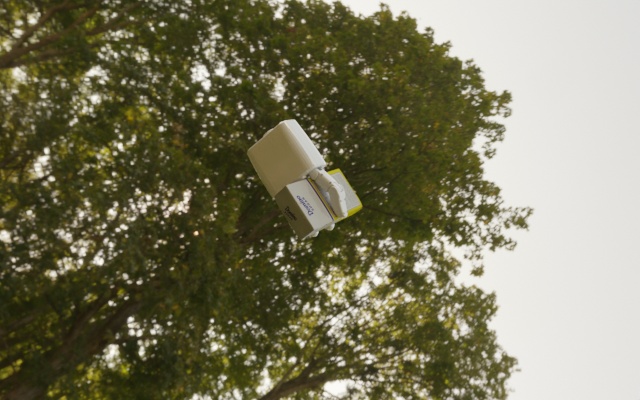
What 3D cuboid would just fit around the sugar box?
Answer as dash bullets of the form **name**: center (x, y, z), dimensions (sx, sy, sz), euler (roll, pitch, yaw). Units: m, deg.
- **sugar box**: center (0.000, 0.003, 0.879), dimensions (0.048, 0.093, 0.176), euler (-39, -11, 37)
